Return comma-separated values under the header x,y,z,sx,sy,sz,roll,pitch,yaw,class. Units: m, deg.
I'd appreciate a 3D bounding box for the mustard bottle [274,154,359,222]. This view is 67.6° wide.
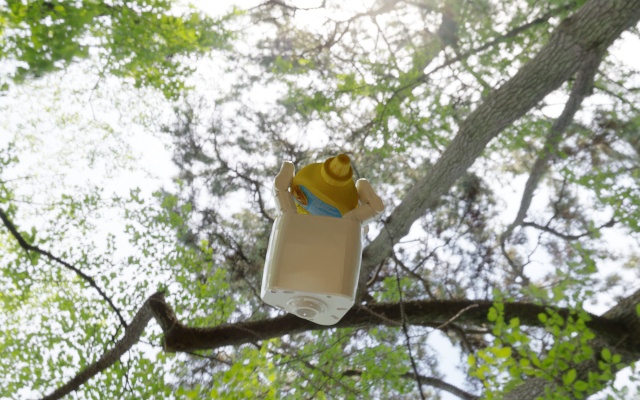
x,y,z,sx,sy,sz,roll,pitch,yaw,class
0.000,0.002,0.664,0.096,0.058,0.192,35,-38,6,mustard bottle
